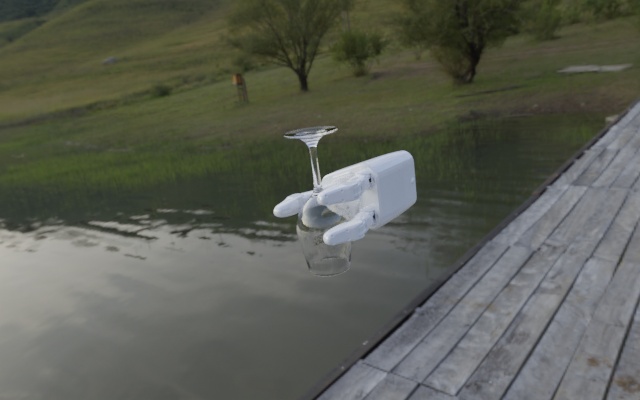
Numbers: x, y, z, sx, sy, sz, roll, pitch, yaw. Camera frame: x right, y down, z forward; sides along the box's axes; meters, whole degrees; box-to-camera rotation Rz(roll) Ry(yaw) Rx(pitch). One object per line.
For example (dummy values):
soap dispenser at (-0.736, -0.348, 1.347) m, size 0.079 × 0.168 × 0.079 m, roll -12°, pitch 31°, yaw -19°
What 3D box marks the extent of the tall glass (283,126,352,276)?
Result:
tall glass at (0.000, 0.002, 0.664) m, size 0.079 × 0.201 × 0.079 m, roll -7°, pitch 16°, yaw 2°
